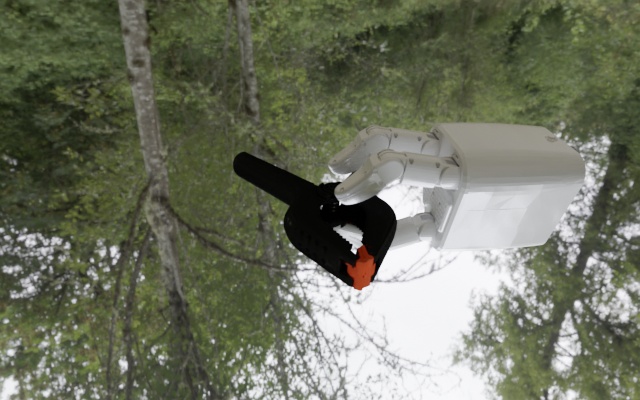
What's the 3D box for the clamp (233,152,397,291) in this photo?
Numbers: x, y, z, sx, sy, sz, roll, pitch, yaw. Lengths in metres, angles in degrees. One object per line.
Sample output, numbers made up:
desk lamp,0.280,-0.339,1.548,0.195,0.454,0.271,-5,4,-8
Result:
clamp,0.000,0.002,0.427,0.164,0.036,0.209,-1,30,-5
